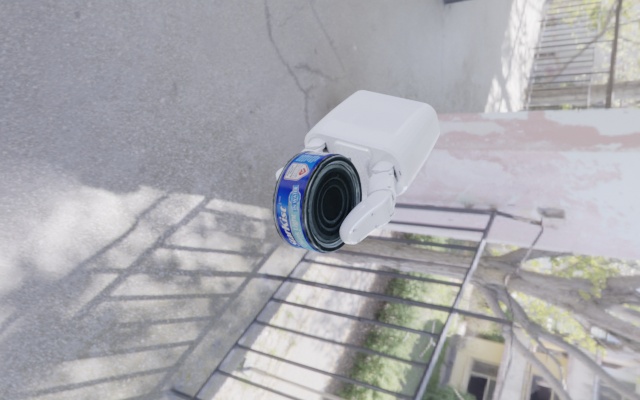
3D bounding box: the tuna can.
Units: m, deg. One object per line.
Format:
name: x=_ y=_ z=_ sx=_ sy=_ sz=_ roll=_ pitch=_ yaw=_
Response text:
tuna can: x=0.000 y=0.001 z=0.408 sx=0.034 sy=0.086 sz=0.086 roll=9 pitch=5 yaw=37
